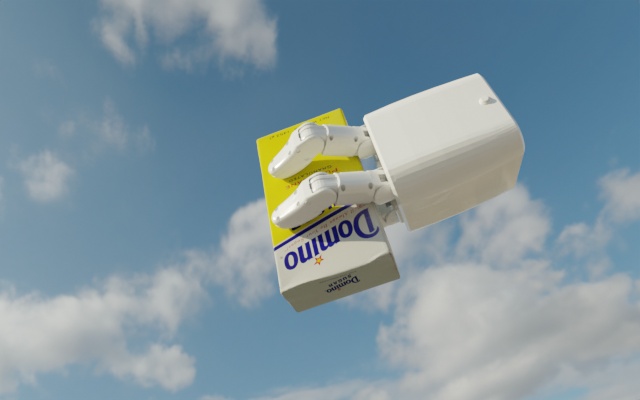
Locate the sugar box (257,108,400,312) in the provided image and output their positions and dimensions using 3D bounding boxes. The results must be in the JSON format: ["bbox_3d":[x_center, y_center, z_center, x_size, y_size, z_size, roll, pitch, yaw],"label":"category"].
[{"bbox_3d":[0.000,0.001,0.427,0.093,0.176,0.048,-21,-42,6],"label":"sugar box"}]
